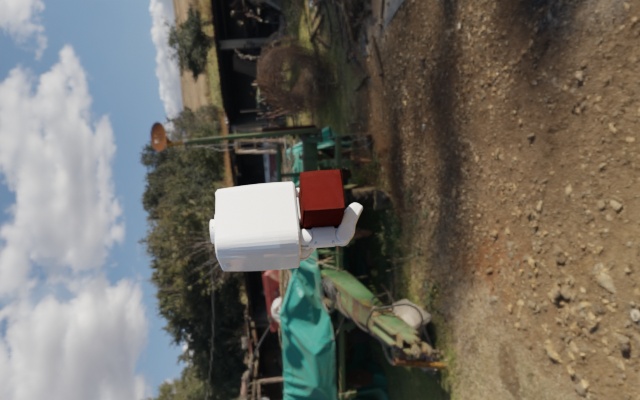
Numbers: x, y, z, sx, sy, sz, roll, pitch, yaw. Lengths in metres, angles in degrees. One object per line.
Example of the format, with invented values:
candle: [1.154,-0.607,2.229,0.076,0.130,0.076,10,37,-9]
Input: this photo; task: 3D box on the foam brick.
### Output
foam brick: [0.000,0.002,0.599,0.051,0.053,0.078,-2,-23,-5]
